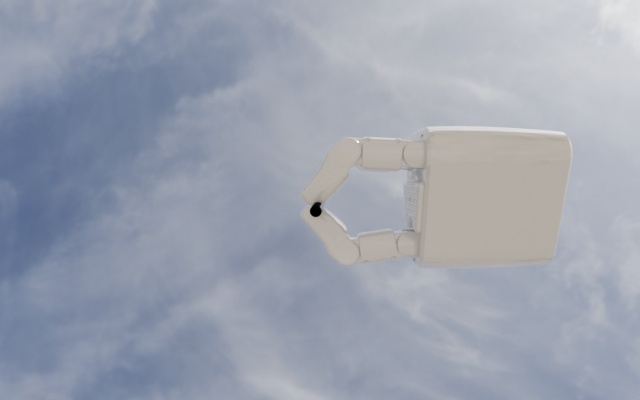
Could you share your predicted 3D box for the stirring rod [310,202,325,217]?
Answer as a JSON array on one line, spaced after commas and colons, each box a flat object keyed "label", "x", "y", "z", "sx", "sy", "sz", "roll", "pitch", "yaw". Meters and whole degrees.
[{"label": "stirring rod", "x": 0.000, "y": 0.001, "z": 0.433, "sx": 0.011, "sy": 0.011, "sz": 0.239, "roll": 0, "pitch": 3, "yaw": 2}]
